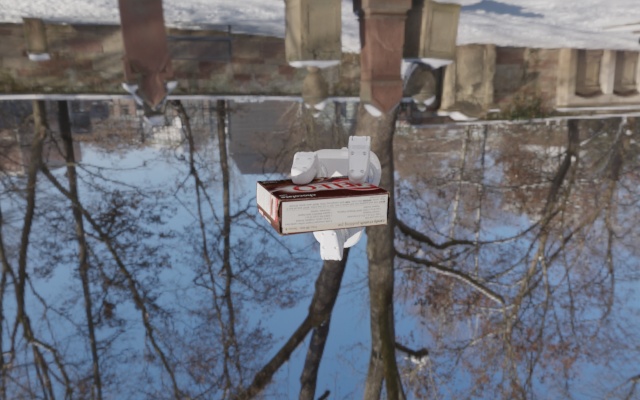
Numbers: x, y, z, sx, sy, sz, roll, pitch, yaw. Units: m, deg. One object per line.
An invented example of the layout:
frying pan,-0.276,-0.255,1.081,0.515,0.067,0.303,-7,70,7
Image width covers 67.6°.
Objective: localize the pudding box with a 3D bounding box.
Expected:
pudding box,0.000,0.002,0.479,0.113,0.039,0.090,-7,14,-19
